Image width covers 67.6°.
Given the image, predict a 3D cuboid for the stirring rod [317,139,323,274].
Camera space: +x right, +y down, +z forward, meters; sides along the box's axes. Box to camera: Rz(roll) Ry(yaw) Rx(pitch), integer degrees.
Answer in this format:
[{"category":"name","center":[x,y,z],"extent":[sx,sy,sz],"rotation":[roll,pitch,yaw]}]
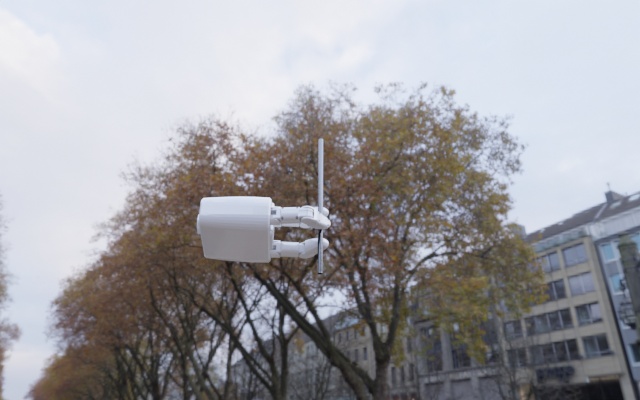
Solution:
[{"category":"stirring rod","center":[0.000,0.003,0.775],"extent":[0.011,0.239,0.011],"rotation":[0,-26,0]}]
